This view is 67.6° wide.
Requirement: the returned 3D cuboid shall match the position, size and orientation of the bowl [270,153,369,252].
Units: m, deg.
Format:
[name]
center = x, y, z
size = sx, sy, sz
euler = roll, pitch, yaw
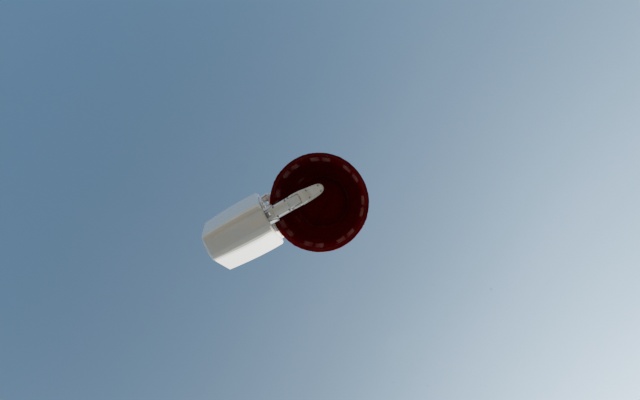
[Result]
[bowl]
center = 0.001, 0.002, 0.795
size = 0.162, 0.162, 0.055
euler = 0, 2, 7
